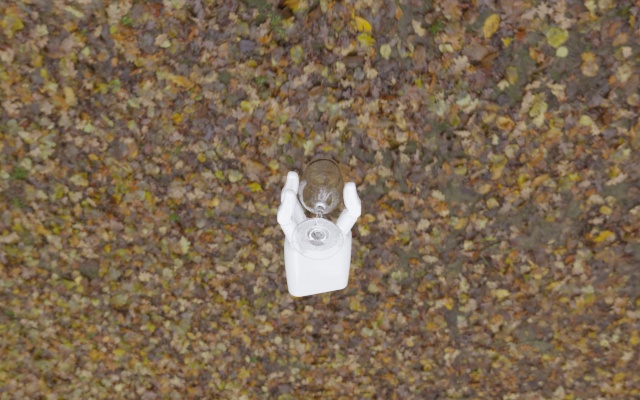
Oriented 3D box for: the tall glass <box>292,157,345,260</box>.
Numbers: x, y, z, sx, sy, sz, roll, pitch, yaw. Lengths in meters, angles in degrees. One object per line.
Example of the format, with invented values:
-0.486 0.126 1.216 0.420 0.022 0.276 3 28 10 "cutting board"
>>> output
0.000 0.003 0.763 0.079 0.079 0.201 0 33 3 "tall glass"
